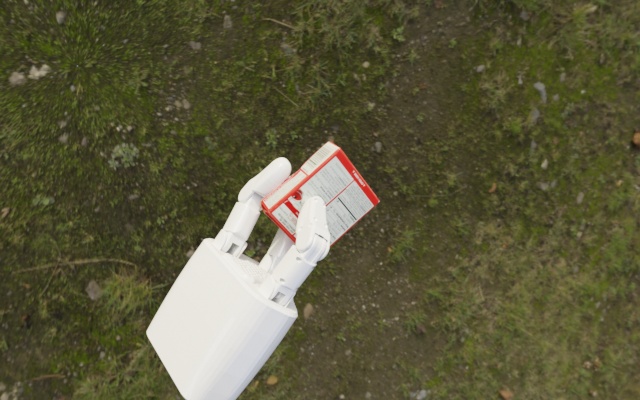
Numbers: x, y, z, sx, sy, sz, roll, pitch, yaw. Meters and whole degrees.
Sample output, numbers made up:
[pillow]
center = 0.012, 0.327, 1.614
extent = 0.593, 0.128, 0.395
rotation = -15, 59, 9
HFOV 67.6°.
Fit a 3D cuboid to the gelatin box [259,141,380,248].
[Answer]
[gelatin box]
center = 0.000, 0.001, 0.447
extent = 0.073, 0.089, 0.030
rotation = 49, -2, -30
